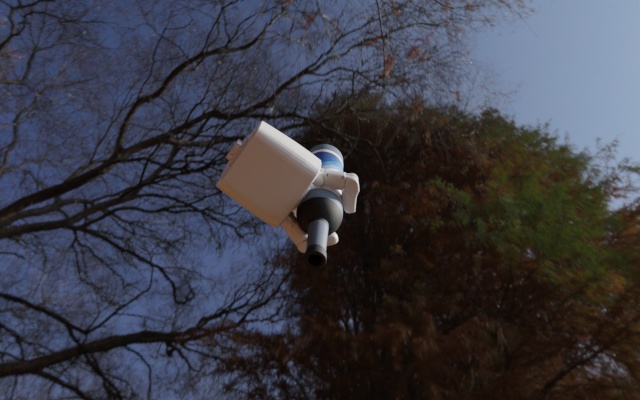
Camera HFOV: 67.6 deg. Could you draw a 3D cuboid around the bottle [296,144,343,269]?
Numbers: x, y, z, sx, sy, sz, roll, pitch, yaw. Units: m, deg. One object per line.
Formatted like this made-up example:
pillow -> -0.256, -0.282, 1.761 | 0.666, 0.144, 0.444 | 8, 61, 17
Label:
bottle -> 0.000, 0.002, 0.712 | 0.069, 0.069, 0.295 | 0, 29, 3
